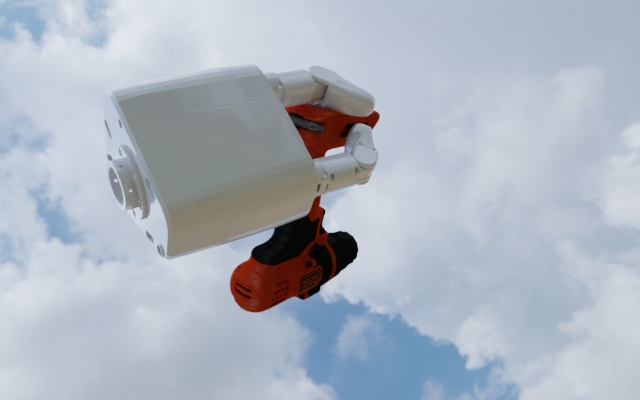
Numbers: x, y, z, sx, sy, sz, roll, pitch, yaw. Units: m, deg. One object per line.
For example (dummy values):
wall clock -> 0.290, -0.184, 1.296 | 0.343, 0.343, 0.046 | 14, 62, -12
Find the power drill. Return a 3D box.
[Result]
power drill -> 0.000, 0.001, 0.453 | 0.057, 0.188, 0.184 | 21, 19, 27
